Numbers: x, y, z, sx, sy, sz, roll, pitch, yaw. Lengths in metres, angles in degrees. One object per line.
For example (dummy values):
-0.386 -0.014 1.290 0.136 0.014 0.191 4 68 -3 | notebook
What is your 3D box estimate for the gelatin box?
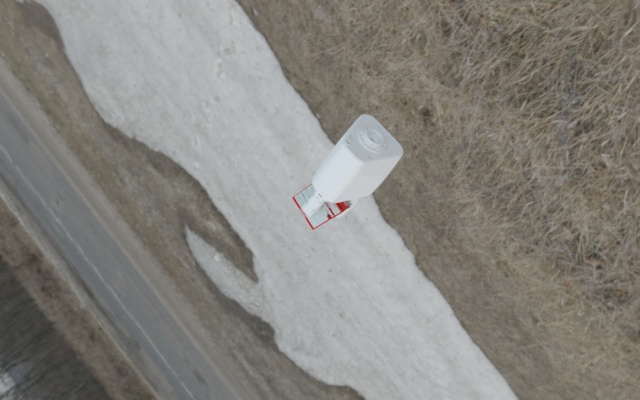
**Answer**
0.000 0.003 0.864 0.089 0.073 0.030 -33 0 43 | gelatin box
